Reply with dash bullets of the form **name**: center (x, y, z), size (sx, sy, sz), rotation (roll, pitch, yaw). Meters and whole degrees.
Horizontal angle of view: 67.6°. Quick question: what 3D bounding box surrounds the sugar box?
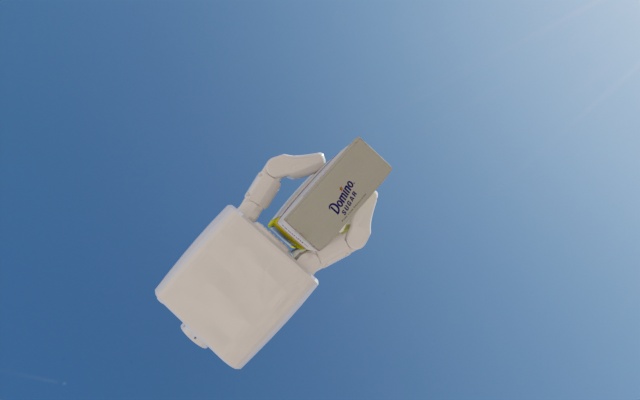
- **sugar box**: center (0.000, 0.002, 0.457), size (0.048, 0.093, 0.176), rotation (43, -10, -7)
